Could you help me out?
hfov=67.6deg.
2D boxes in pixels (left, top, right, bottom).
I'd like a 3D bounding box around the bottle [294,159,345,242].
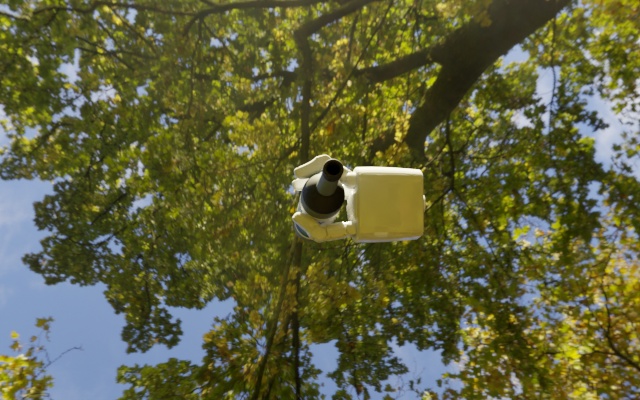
[{"bbox_3d":[0.000,0.003,0.758,0.069,0.069,0.296,0,-17,-7],"label":"bottle"}]
